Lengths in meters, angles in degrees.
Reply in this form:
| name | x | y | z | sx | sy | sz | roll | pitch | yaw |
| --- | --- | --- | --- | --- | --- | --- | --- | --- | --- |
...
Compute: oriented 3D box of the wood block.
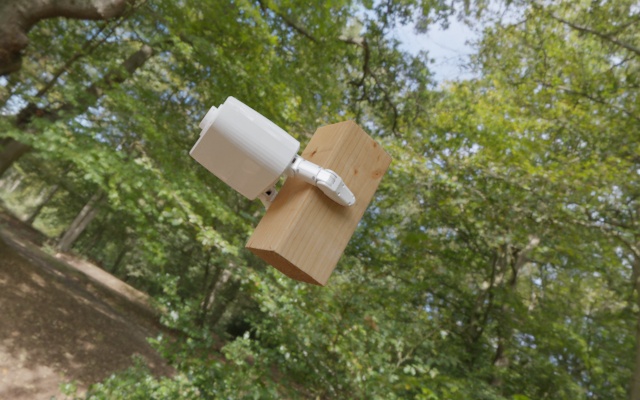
| name | x | y | z | sx | sy | sz | roll | pitch | yaw |
| --- | --- | --- | --- | --- | --- | --- | --- | --- | --- |
| wood block | 0.000 | 0.002 | 0.654 | 0.090 | 0.206 | 0.091 | 40 | -21 | -26 |
